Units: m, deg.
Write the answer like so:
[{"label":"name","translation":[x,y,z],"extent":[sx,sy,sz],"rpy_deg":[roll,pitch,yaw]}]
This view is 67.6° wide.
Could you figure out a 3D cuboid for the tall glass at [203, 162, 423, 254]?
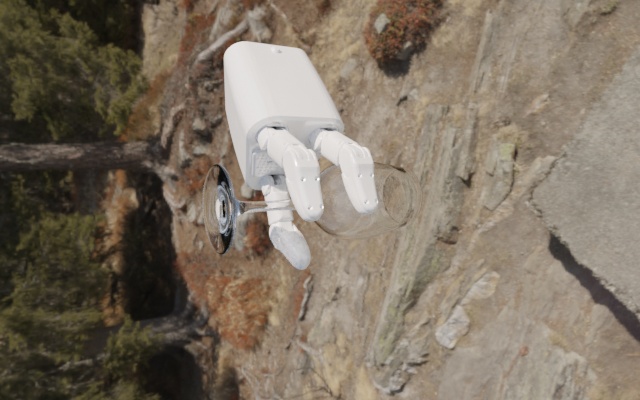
[{"label":"tall glass","translation":[0.000,0.002,0.443],"extent":[0.201,0.079,0.079],"rpy_deg":[-3,2,-32]}]
